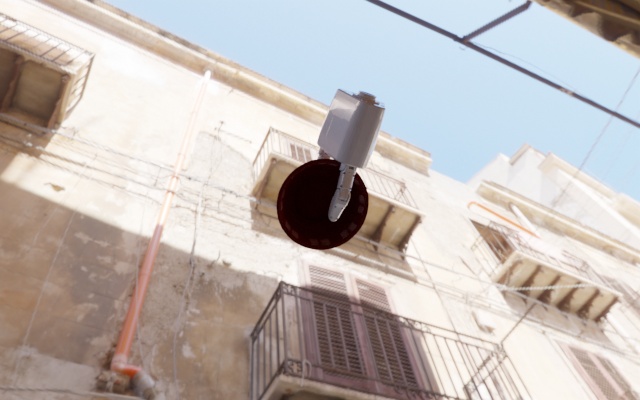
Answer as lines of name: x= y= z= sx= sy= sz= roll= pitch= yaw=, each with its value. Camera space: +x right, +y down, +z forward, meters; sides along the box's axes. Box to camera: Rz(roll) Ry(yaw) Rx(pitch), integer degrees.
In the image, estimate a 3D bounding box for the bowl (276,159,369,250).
bowl: x=-0.001 y=0.004 z=0.839 sx=0.162 sy=0.162 sz=0.055 roll=0 pitch=13 yaw=-12
